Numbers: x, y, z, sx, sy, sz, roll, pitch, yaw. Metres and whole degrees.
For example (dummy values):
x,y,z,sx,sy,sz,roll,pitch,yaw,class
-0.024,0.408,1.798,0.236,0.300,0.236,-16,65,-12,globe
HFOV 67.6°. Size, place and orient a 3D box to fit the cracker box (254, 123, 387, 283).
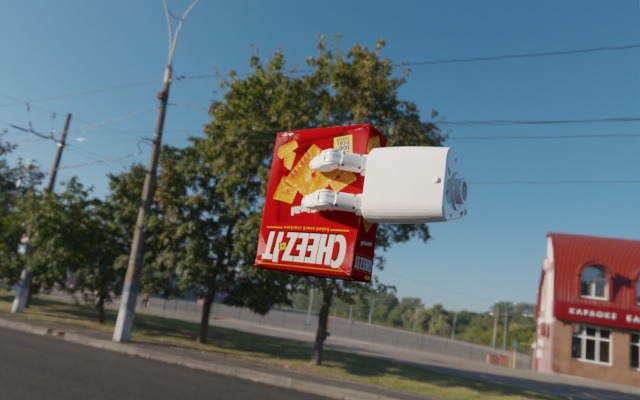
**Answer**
x,y,z,sx,sy,sz,roll,pitch,yaw,class
0.000,0.002,0.696,0.164,0.213,0.072,1,-15,32,cracker box
